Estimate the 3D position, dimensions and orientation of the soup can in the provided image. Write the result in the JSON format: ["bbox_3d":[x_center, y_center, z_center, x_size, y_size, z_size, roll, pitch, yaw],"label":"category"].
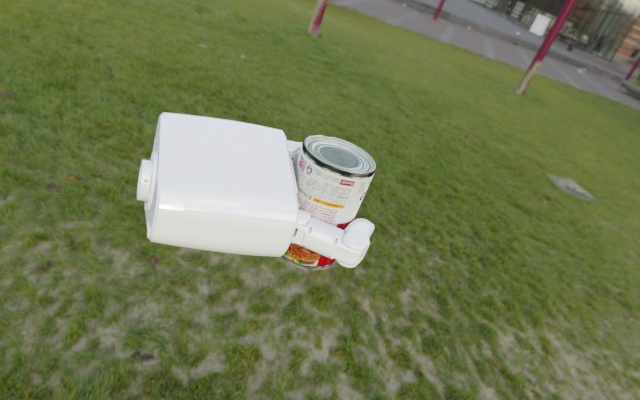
[{"bbox_3d":[0.001,0.001,0.425,0.068,0.102,0.068,17,29,-9],"label":"soup can"}]
